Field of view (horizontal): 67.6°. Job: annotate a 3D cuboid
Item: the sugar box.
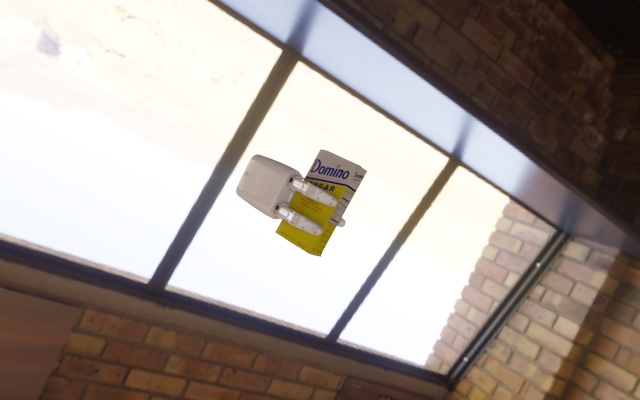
[{"bbox_3d":[0.000,0.003,0.846,0.093,0.176,0.048,27,2,35],"label":"sugar box"}]
